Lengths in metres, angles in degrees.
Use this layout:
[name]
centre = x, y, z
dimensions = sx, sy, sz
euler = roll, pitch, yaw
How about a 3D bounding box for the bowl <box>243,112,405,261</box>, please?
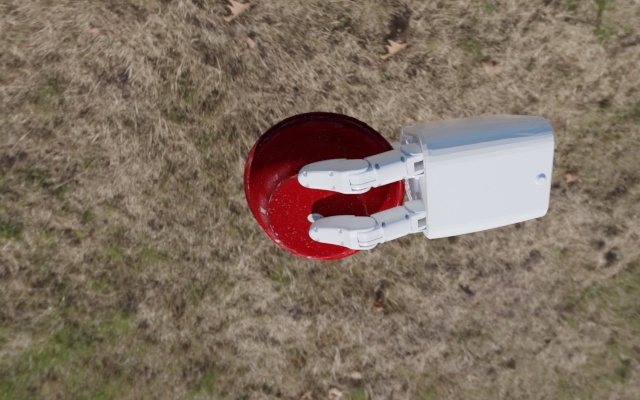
[bowl]
centre = -0.001, 0.002, 0.452
dimensions = 0.162, 0.162, 0.055
euler = 0, 30, 7
